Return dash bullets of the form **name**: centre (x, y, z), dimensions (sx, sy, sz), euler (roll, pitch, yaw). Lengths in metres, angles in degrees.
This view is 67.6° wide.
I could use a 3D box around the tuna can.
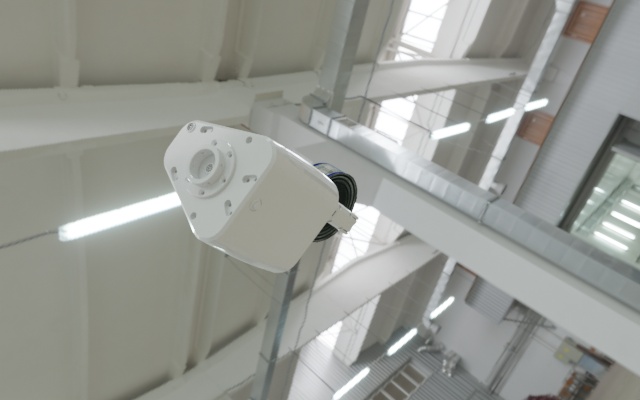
- **tuna can**: centre (0.000, 0.002, 0.536), dimensions (0.033, 0.086, 0.086), euler (34, 21, 36)
